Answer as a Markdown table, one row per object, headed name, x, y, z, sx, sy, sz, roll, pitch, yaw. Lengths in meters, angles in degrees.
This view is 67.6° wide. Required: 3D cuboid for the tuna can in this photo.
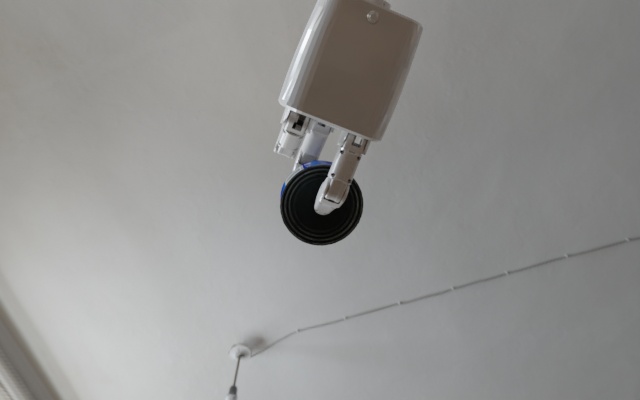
| name | x | y | z | sx | sy | sz | roll | pitch | yaw |
| --- | --- | --- | --- | --- | --- | --- | --- | --- | --- |
| tuna can | 0.000 | 0.002 | 0.503 | 0.086 | 0.086 | 0.033 | 0 | 15 | -6 |
